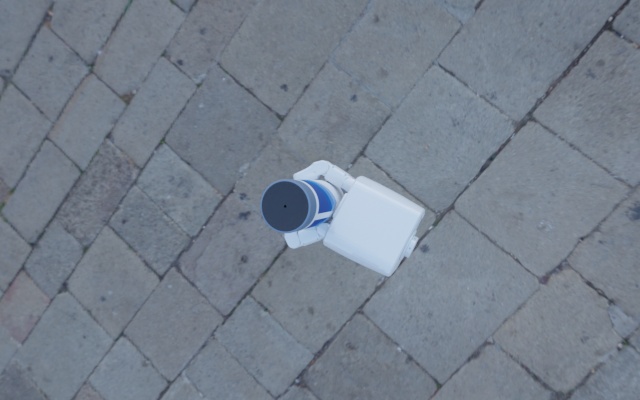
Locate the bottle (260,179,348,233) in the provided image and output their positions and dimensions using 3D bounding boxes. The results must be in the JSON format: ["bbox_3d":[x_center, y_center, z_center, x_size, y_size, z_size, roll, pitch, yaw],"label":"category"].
[{"bbox_3d":[0.000,0.002,0.723,0.069,0.069,0.295,0,2,17],"label":"bottle"}]
